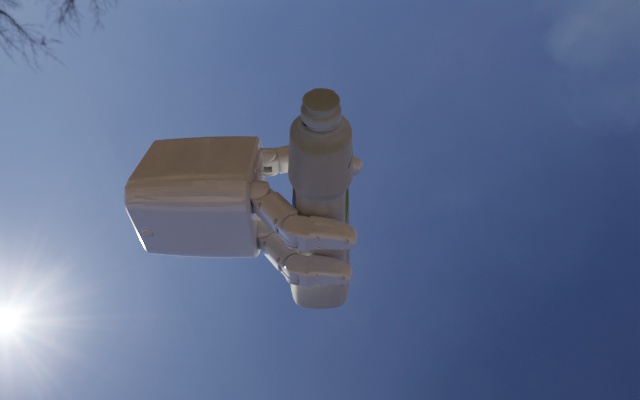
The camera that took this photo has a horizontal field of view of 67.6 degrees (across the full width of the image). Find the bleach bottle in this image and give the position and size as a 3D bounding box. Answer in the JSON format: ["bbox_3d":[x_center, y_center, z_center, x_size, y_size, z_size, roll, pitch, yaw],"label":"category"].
[{"bbox_3d":[0.000,0.002,0.451,0.068,0.102,0.251,0,-41,0],"label":"bleach bottle"}]
